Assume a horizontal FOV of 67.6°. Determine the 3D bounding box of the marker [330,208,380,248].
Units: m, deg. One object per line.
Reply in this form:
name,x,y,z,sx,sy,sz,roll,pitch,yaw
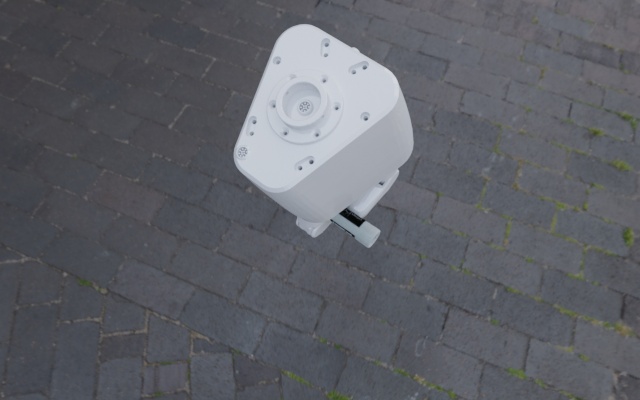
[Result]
marker,0.000,0.001,0.436,0.121,0.020,0.020,35,12,17
